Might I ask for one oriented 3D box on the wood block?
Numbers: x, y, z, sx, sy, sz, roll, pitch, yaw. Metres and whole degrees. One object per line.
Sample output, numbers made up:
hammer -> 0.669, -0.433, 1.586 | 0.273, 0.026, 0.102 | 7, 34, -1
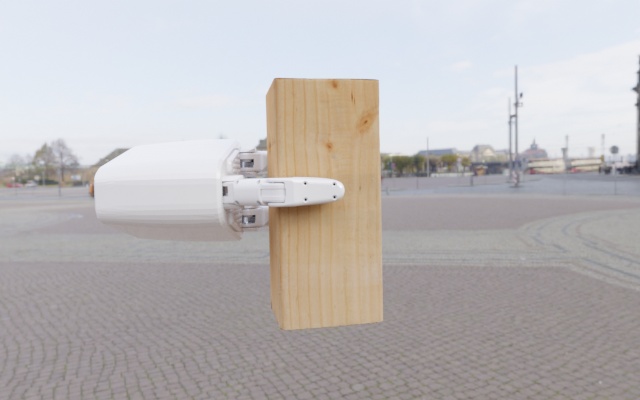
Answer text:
wood block -> 0.000, 0.001, 0.435 | 0.090, 0.206, 0.091 | -2, 3, -11
